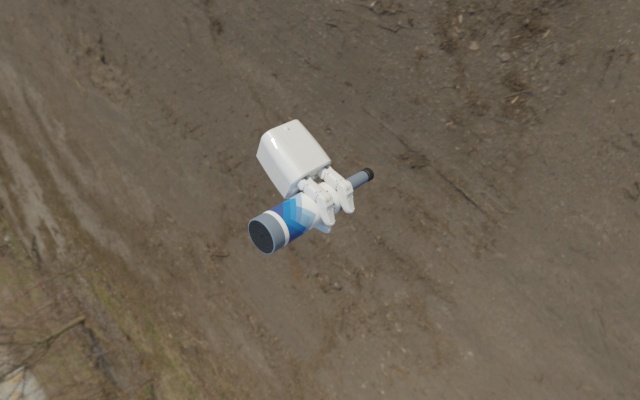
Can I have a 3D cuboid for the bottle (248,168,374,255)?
[{"bbox_3d":[0.000,0.003,0.884,0.069,0.069,0.295,0,23,47],"label":"bottle"}]
